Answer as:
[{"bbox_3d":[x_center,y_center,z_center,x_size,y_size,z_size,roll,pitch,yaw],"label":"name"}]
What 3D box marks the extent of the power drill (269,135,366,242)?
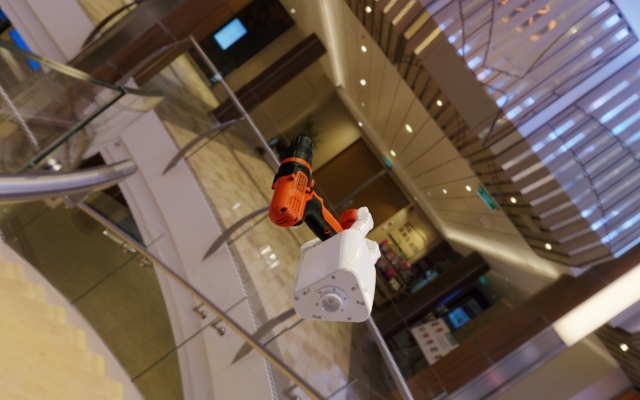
[{"bbox_3d":[0.000,0.003,0.790,0.057,0.184,0.188,-25,-53,37],"label":"power drill"}]
